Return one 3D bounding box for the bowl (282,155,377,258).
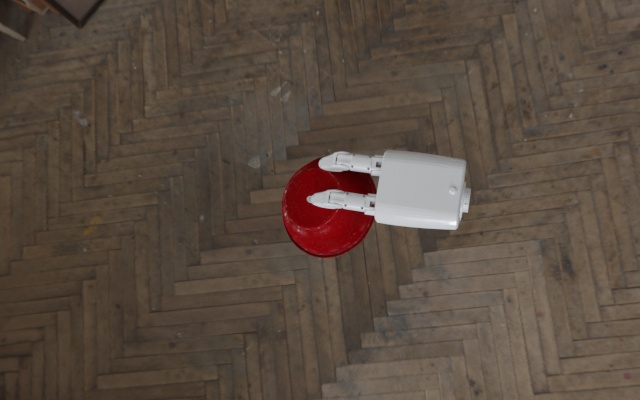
[{"bbox_3d":[-0.001,0.002,0.712,0.162,0.162,0.055,0,-12,27],"label":"bowl"}]
